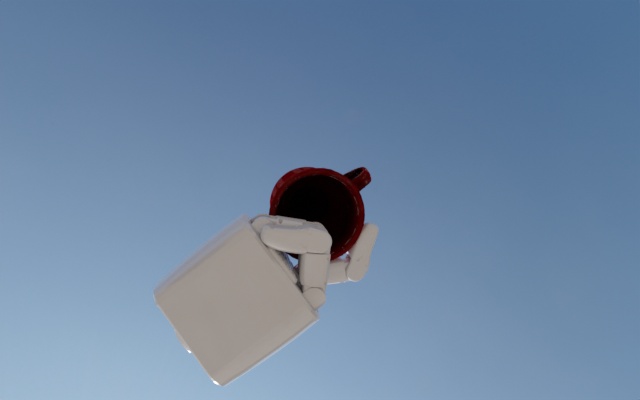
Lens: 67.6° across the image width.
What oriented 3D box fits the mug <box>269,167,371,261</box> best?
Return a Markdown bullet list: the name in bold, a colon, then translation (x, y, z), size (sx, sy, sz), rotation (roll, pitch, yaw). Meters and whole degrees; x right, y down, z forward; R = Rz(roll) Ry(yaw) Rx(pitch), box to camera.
- **mug**: translation (0.001, 0.001, 0.494), size (0.117, 0.093, 0.081), rotation (-37, 14, -2)
